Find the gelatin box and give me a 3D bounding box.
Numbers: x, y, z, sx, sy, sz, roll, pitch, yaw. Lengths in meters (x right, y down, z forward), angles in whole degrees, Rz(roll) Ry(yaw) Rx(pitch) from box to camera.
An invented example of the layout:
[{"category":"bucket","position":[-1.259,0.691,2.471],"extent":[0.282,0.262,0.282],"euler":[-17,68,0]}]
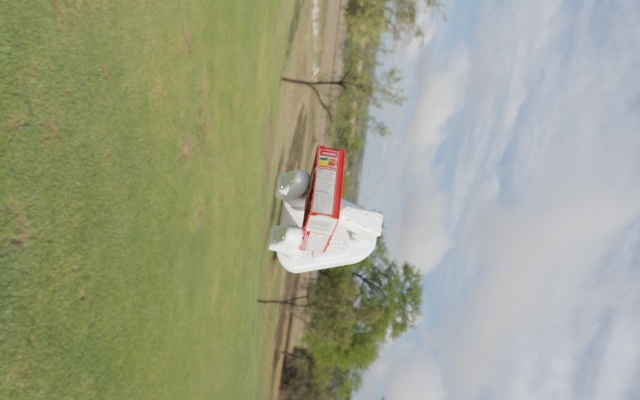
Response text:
[{"category":"gelatin box","position":[0.001,0.001,0.462],"extent":[0.030,0.073,0.089],"euler":[9,-27,-5]}]
